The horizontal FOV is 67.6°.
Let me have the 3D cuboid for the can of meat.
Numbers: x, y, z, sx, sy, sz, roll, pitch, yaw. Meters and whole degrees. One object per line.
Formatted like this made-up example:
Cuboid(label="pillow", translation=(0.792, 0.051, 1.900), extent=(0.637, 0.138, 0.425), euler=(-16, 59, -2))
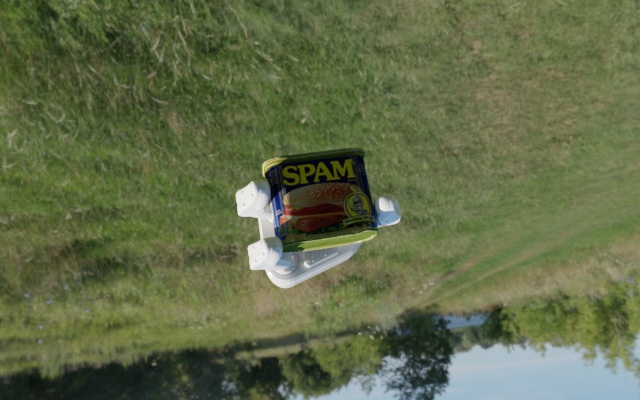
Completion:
Cuboid(label="can of meat", translation=(0.000, 0.002, 0.463), extent=(0.102, 0.084, 0.057), euler=(-8, -15, -9))
